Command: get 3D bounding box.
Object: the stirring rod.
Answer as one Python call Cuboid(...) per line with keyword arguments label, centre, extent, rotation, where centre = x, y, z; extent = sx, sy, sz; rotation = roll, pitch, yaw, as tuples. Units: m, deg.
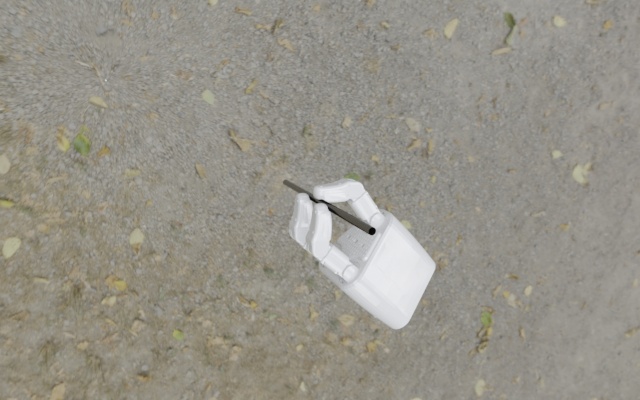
Cuboid(label="stirring rod", centre=(0.000, 0.002, 0.549), extent=(0.011, 0.011, 0.239), rotation=(0, 13, -24))
